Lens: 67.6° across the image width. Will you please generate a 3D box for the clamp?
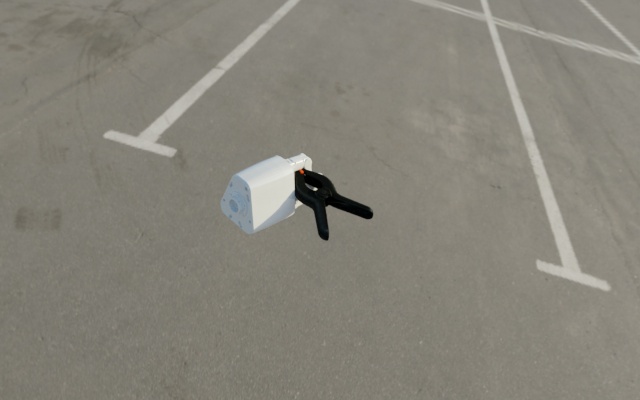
[{"bbox_3d":[0.000,0.002,0.877,0.171,0.039,0.120,36,42,25],"label":"clamp"}]
